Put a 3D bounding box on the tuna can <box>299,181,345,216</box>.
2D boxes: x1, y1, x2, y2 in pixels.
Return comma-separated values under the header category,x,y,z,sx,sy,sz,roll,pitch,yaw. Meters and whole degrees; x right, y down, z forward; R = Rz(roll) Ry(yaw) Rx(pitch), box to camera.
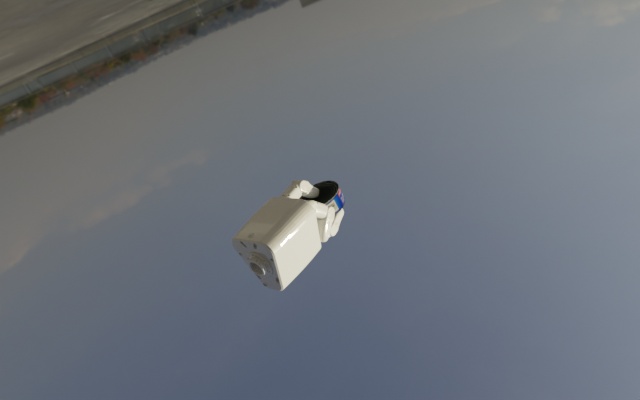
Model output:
category,x,y,z,sx,sy,sz,roll,pitch,yaw
tuna can,0.000,0.003,0.864,0.086,0.034,0.086,-22,29,13
